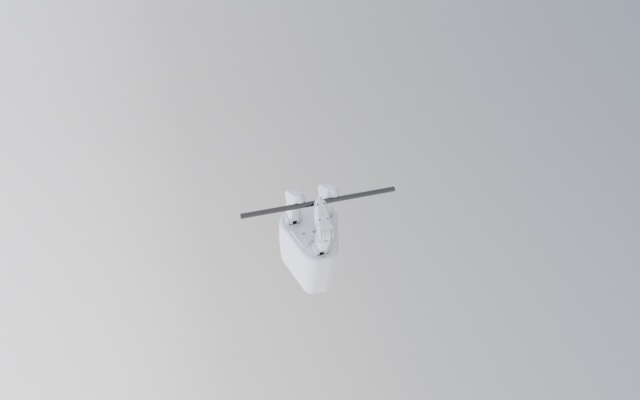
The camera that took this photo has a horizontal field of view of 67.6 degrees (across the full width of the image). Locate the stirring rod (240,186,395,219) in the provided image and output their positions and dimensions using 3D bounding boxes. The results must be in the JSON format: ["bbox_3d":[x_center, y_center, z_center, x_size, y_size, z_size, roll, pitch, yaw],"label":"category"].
[{"bbox_3d":[0.000,0.002,0.716,0.239,0.011,0.011,-10,2,-14],"label":"stirring rod"}]
